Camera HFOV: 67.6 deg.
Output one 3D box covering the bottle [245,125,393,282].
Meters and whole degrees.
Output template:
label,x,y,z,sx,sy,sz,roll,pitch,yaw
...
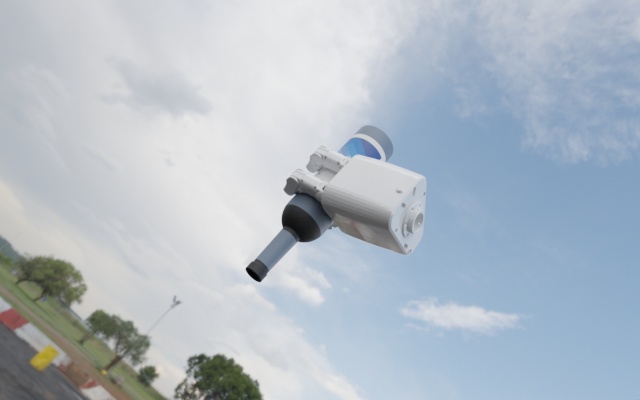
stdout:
label,x,y,z,sx,sy,sz,roll,pitch,yaw
bottle,0.000,0.002,0.688,0.069,0.069,0.295,0,40,51
